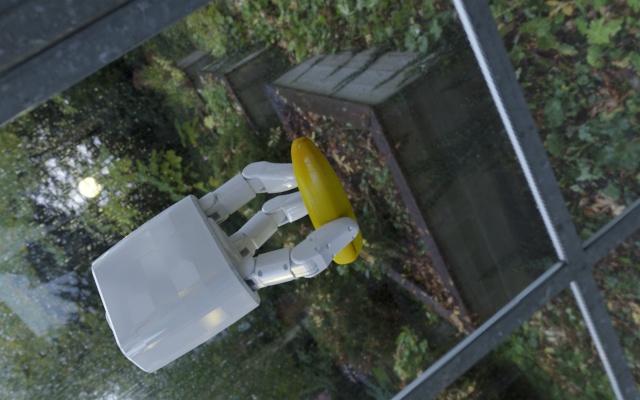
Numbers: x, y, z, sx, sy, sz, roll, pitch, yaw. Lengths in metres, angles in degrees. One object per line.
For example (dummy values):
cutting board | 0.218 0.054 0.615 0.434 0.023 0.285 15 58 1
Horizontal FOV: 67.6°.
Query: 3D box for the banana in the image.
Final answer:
banana | 0.010 0.017 0.440 0.037 0.069 0.198 -31 -25 -4
